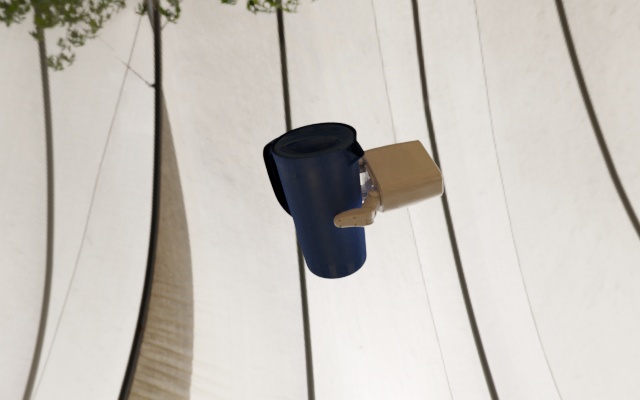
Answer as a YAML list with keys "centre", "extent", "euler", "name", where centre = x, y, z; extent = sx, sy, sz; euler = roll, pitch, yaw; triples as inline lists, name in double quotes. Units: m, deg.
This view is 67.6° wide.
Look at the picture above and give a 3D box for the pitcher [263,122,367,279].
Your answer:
- centre: [0.000, 0.003, 0.782]
  extent: [0.145, 0.243, 0.149]
  euler: [-15, 29, -7]
  name: "pitcher"
